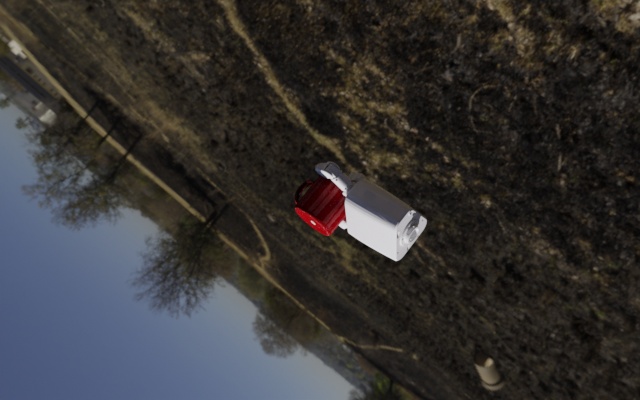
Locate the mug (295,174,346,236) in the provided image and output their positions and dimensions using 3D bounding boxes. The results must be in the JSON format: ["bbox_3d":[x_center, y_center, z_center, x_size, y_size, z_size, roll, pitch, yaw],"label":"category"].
[{"bbox_3d":[-0.001,0.002,0.856,0.117,0.081,0.093,31,-15,33],"label":"mug"}]
